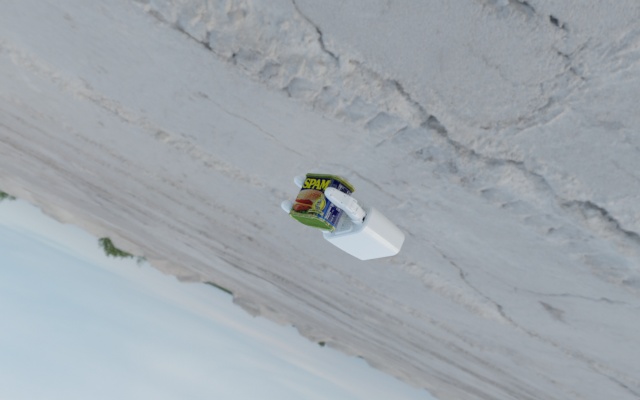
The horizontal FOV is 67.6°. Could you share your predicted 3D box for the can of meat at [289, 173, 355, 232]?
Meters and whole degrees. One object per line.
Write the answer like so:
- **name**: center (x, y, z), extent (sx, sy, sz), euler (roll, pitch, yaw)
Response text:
- **can of meat**: center (0.000, 0.003, 0.840), extent (0.057, 0.084, 0.102), euler (36, -18, -36)
